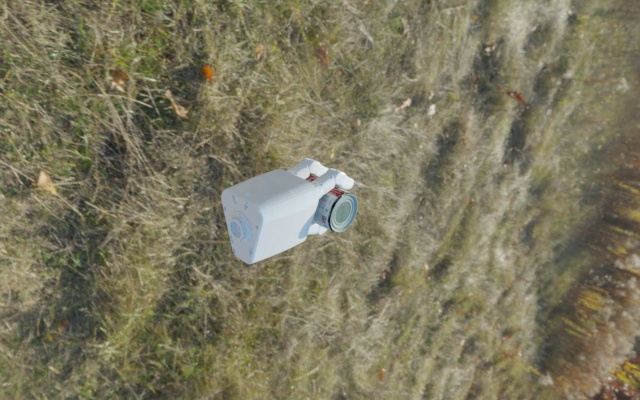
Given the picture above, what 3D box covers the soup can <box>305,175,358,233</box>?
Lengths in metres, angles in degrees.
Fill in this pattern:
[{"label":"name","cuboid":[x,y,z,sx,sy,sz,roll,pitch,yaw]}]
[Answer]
[{"label":"soup can","cuboid":[0.001,0.003,0.763,0.102,0.068,0.068,25,16,37]}]
